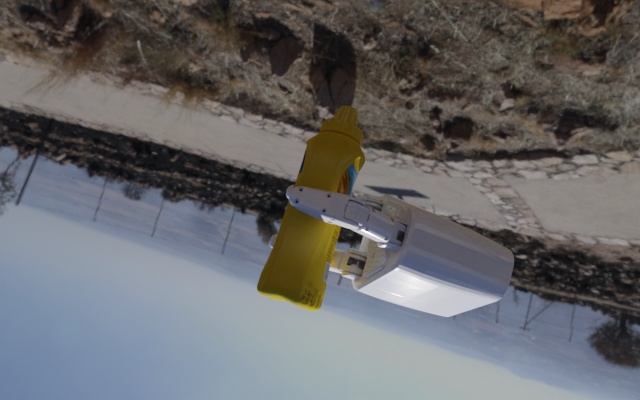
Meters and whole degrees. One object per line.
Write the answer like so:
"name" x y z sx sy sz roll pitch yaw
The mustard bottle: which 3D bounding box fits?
"mustard bottle" 0.000 0.002 0.439 0.058 0.191 0.096 16 -13 11
